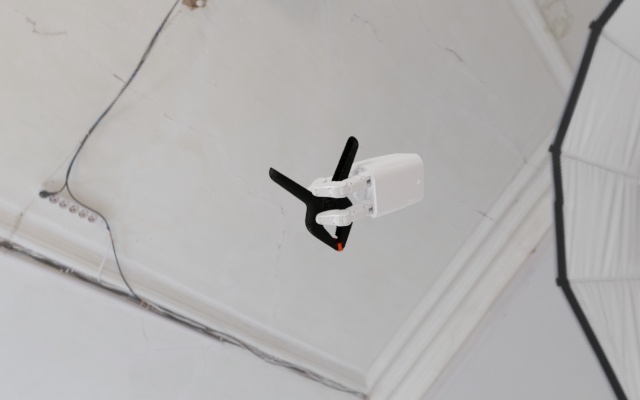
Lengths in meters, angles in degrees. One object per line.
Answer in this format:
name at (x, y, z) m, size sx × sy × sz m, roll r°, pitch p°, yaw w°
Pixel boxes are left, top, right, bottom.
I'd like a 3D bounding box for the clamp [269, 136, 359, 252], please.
clamp at (0.000, 0.003, 0.846) m, size 0.164 × 0.210 × 0.036 m, roll -16°, pitch 28°, yaw -16°
